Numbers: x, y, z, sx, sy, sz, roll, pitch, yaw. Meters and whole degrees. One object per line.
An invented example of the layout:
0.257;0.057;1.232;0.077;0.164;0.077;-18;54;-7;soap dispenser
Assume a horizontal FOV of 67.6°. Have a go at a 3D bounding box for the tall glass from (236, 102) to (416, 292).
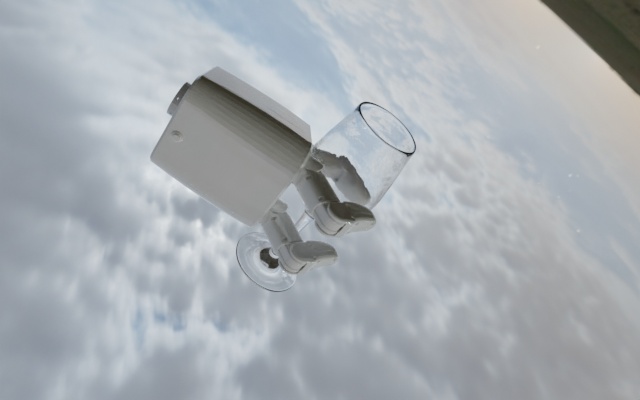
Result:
0.000;0.002;0.450;0.079;0.079;0.201;0;-39;-47;tall glass
